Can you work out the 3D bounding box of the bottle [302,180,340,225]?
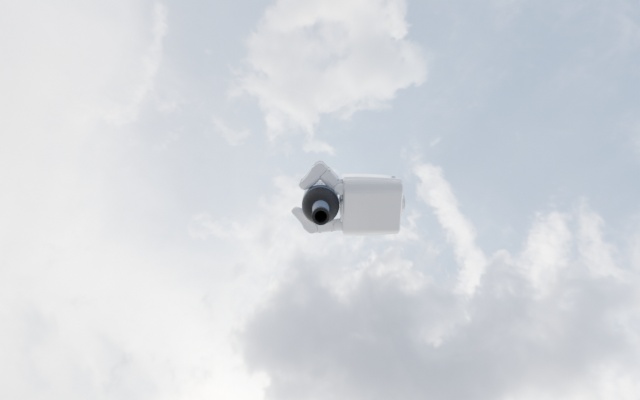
[{"bbox_3d":[0.000,0.003,0.865,0.069,0.069,0.295,0,8,0],"label":"bottle"}]
